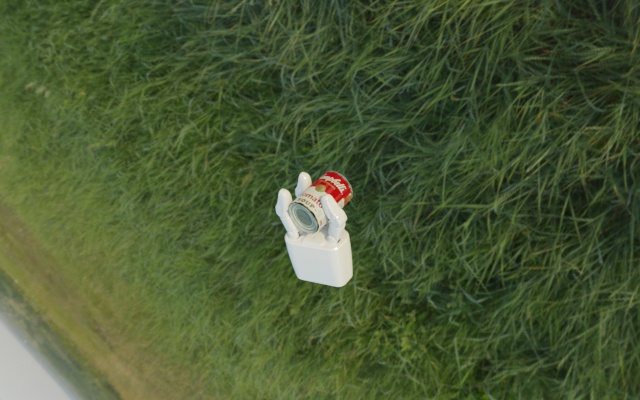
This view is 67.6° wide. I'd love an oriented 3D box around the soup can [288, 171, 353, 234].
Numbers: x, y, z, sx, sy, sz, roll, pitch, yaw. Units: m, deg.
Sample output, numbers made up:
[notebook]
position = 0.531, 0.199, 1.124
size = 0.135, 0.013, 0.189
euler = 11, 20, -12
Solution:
[soup can]
position = 0.000, 0.003, 0.842
size = 0.068, 0.068, 0.102
euler = 0, 34, 48
